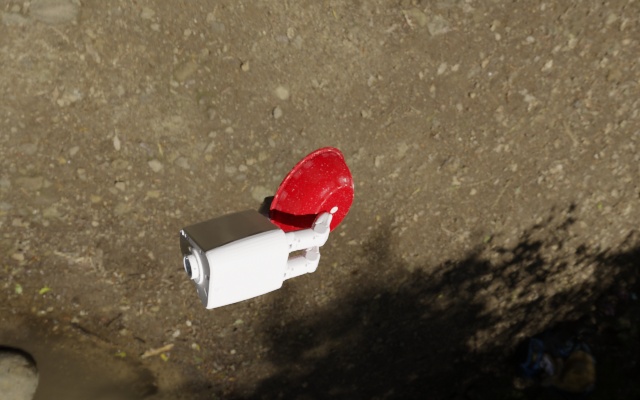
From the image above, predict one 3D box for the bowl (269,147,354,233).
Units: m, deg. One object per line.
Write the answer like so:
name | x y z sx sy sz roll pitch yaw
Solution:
bowl | 0.001 0.002 0.720 0.055 0.162 0.162 37 19 27
